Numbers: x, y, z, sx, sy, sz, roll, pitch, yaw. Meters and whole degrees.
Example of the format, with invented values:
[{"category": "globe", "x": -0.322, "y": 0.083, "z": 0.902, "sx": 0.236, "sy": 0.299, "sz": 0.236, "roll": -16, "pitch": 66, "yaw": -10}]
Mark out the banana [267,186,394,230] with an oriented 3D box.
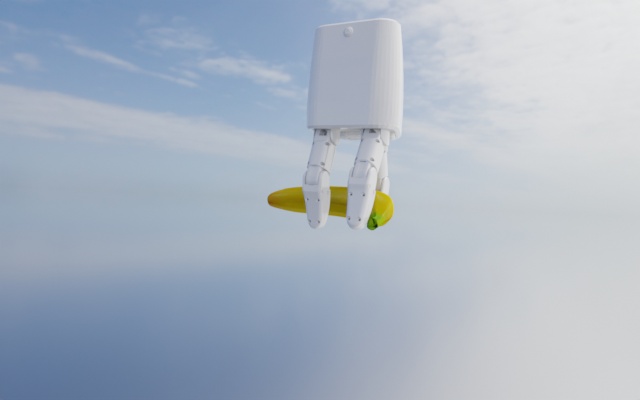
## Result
[{"category": "banana", "x": 0.017, "y": 0.002, "z": 0.538, "sx": 0.069, "sy": 0.037, "sz": 0.198, "roll": 1, "pitch": 4, "yaw": -37}]
